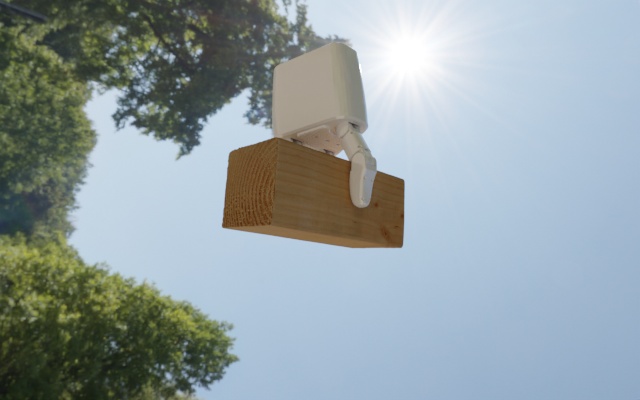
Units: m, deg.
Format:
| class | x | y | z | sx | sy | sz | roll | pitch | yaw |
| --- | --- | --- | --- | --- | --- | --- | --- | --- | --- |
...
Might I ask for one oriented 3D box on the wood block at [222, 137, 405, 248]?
| class | x | y | z | sx | sy | sz | roll | pitch | yaw |
| --- | --- | --- | --- | --- | --- | --- | --- | --- | --- |
| wood block | 0.000 | 0.001 | 0.558 | 0.206 | 0.090 | 0.091 | 13 | -14 | -42 |
